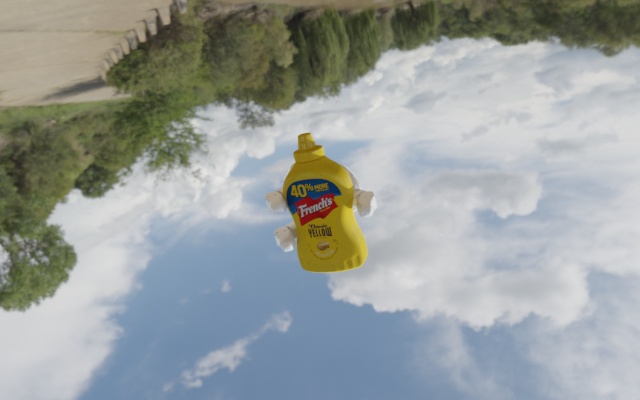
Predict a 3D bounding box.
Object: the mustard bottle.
[{"bbox_3d":[0.000,0.002,0.651,0.096,0.192,0.058,-6,18,23],"label":"mustard bottle"}]
